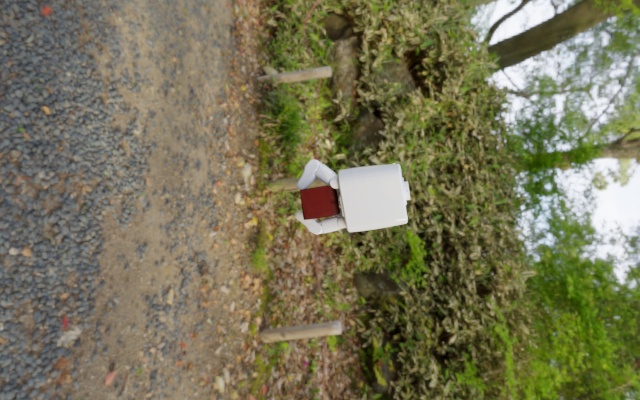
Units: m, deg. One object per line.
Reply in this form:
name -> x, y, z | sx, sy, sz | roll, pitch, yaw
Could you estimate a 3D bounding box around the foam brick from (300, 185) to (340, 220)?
foam brick -> 0.000, 0.003, 0.827 | 0.051, 0.053, 0.078 | -8, 1, 11
